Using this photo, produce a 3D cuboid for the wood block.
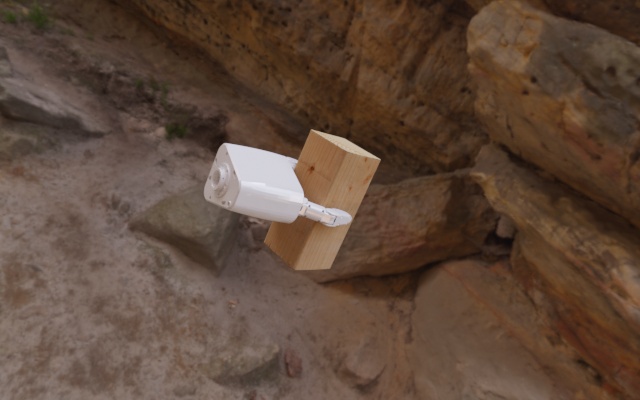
[{"bbox_3d":[0.000,0.003,0.781,0.090,0.206,0.090,7,23,-47],"label":"wood block"}]
